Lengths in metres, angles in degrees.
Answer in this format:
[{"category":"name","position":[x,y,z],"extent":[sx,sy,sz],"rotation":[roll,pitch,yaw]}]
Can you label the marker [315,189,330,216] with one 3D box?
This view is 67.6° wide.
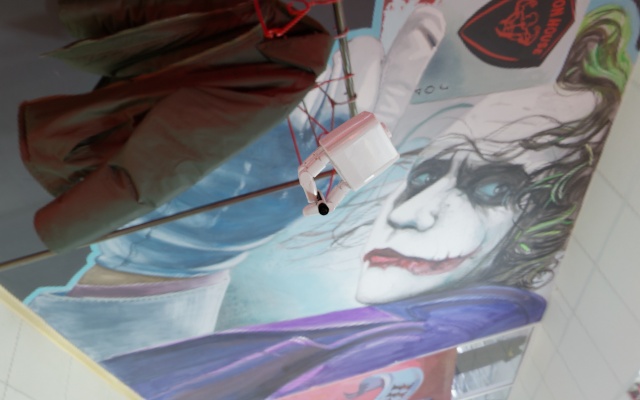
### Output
[{"category":"marker","position":[0.000,0.003,0.849],"extent":[0.020,0.020,0.121],"rotation":[0,14,-6]}]
